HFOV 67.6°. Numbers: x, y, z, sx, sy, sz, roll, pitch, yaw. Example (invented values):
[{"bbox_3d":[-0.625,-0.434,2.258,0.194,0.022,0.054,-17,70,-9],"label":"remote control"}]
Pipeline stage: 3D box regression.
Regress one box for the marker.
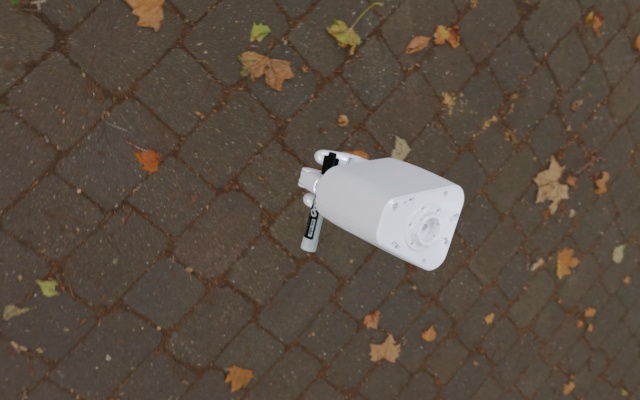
[{"bbox_3d":[0.000,0.002,0.567,0.020,0.121,0.020,14,11,-3],"label":"marker"}]
